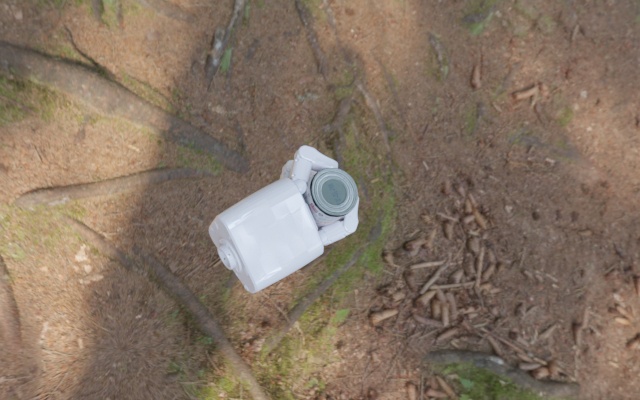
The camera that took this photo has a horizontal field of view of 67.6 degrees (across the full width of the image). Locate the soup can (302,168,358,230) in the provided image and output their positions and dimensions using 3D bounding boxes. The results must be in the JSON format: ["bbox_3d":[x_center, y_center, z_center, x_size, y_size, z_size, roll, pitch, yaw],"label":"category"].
[{"bbox_3d":[0.001,0.002,0.652,0.068,0.068,0.102,0,-16,-22],"label":"soup can"}]
